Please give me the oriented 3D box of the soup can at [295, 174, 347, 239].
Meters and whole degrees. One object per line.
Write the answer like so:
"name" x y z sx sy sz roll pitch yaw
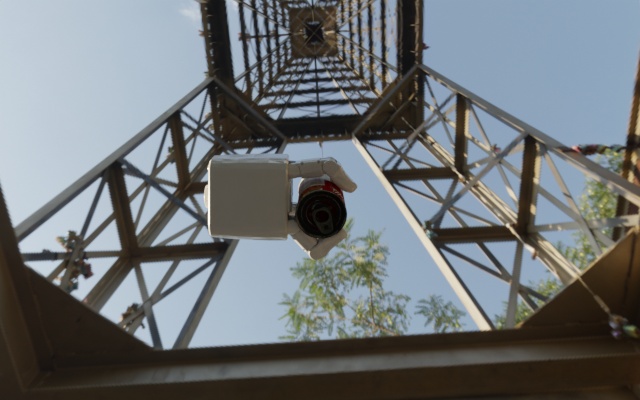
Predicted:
"soup can" 0.001 0.002 0.667 0.068 0.068 0.102 0 20 -1
